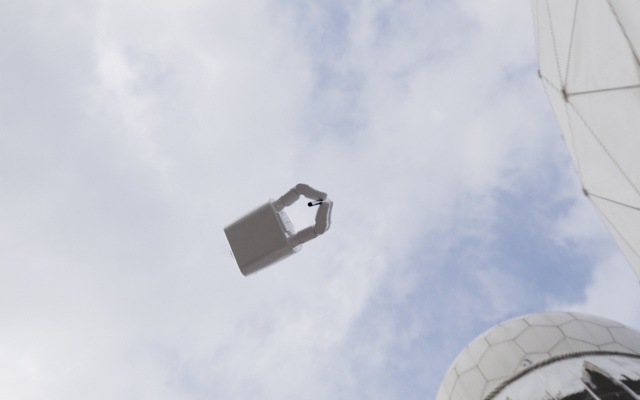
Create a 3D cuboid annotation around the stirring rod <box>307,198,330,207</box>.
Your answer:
[{"bbox_3d":[0.000,0.003,0.835,0.011,0.011,0.239,0,2,8],"label":"stirring rod"}]
